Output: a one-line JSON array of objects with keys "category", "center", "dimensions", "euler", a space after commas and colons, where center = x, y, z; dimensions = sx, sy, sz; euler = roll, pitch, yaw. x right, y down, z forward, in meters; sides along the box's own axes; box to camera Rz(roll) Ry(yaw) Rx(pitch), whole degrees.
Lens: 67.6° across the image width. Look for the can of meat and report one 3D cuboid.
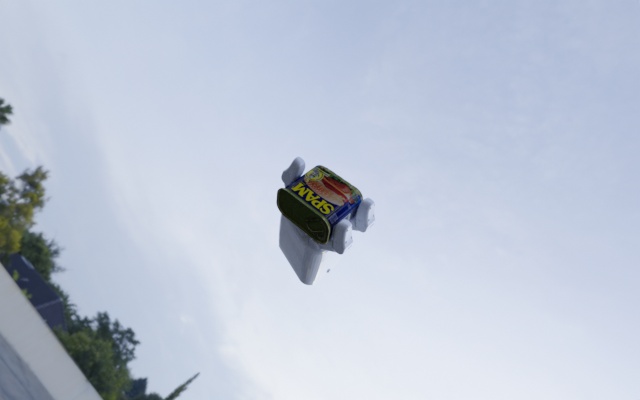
[{"category": "can of meat", "center": [0.000, 0.002, 0.707], "dimensions": [0.102, 0.057, 0.084], "euler": [37, 53, 22]}]
